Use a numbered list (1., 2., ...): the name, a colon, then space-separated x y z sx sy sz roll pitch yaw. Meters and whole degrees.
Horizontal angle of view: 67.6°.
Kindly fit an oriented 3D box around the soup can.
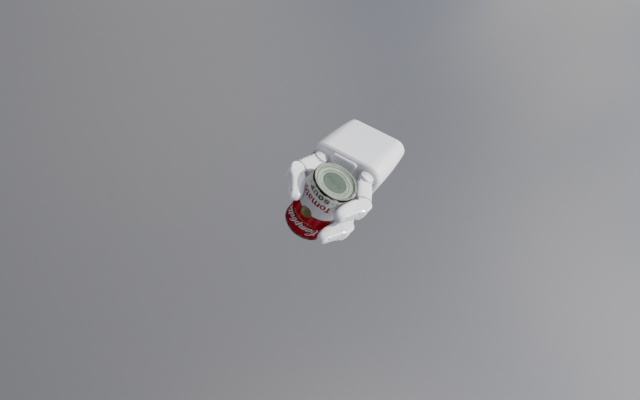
1. soup can: 0.000 0.002 0.680 0.068 0.068 0.102 0 -34 -31
